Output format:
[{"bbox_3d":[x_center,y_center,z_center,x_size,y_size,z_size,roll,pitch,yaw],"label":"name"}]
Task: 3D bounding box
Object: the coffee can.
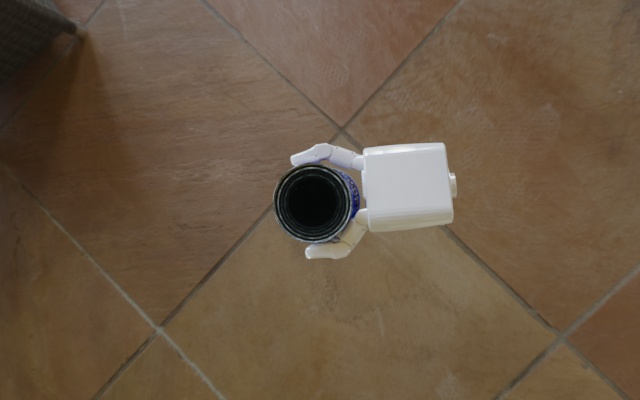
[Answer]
[{"bbox_3d":[0.000,0.002,0.667,0.103,0.103,0.140,0,1,9],"label":"coffee can"}]
